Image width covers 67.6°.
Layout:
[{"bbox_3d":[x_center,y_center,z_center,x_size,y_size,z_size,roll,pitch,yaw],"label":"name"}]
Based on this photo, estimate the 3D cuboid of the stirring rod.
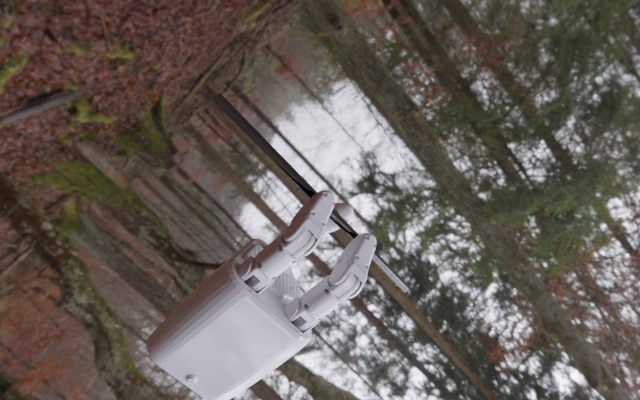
[{"bbox_3d":[0.000,0.001,0.404,0.239,0.011,0.011,45,-18,-19],"label":"stirring rod"}]
